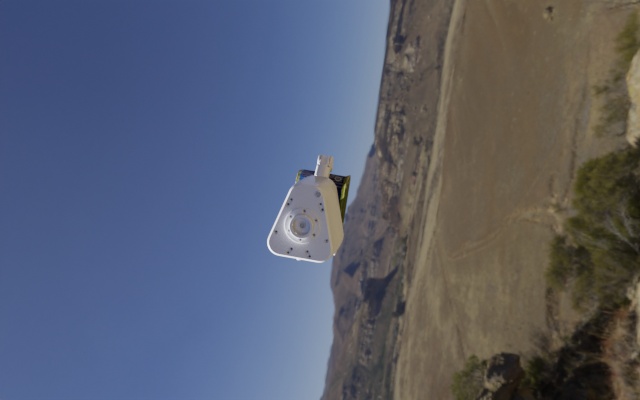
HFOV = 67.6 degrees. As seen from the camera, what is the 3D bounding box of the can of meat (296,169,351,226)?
[{"bbox_3d":[0.000,0.002,0.792,0.084,0.102,0.057,10,11,7],"label":"can of meat"}]
